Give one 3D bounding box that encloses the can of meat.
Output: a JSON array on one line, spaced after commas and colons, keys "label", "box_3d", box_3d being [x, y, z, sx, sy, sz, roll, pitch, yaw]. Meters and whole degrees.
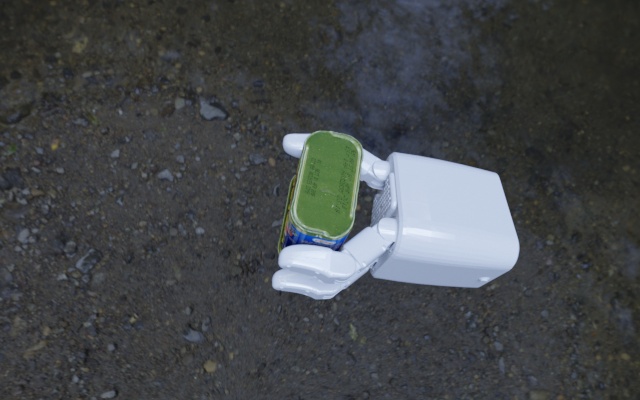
[{"label": "can of meat", "box_3d": [0.000, 0.001, 0.419, 0.057, 0.102, 0.084, 12, -26, -5]}]
